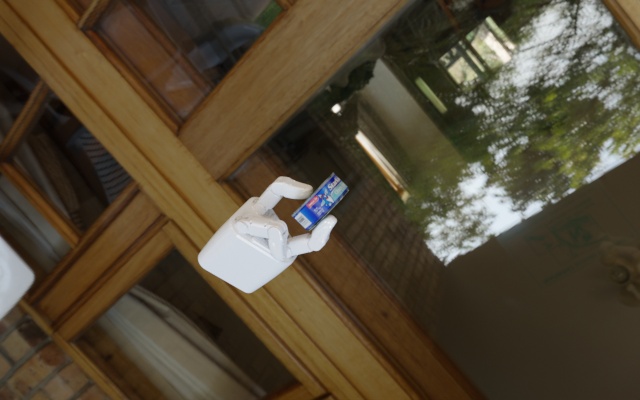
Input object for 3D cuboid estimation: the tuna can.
[{"bbox_3d":[0.001,0.003,0.675,0.034,0.086,0.086,44,-1,-1],"label":"tuna can"}]
